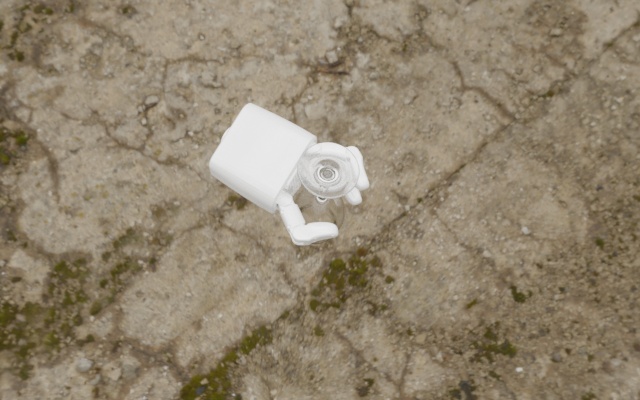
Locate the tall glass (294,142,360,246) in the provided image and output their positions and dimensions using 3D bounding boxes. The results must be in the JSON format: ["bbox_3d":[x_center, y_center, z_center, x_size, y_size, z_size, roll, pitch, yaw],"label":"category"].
[{"bbox_3d":[0.000,0.002,0.653,0.079,0.079,0.201,0,-23,-6],"label":"tall glass"}]
